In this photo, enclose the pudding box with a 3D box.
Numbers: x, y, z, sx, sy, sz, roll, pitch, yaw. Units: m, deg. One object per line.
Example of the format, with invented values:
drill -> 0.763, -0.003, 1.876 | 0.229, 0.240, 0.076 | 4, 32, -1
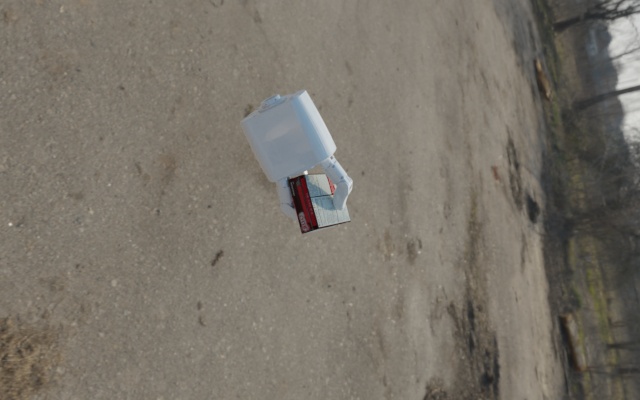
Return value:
pudding box -> 0.000, 0.002, 0.783 | 0.039, 0.090, 0.113 | -17, -5, 33
